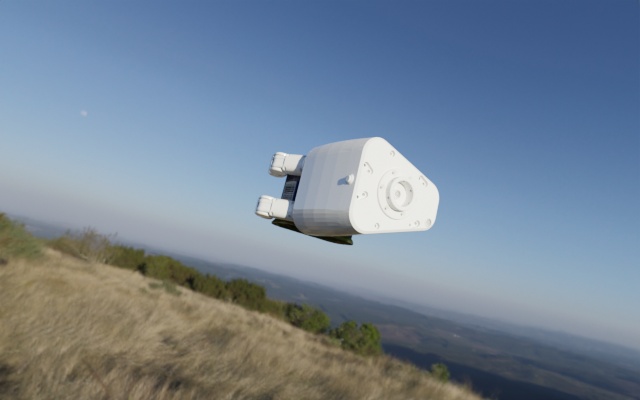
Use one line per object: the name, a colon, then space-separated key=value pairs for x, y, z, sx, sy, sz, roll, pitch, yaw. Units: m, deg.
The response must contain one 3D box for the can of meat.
can of meat: x=0.000 y=0.002 z=0.590 sx=0.102 sy=0.084 sz=0.057 roll=19 pitch=-11 yaw=-26
